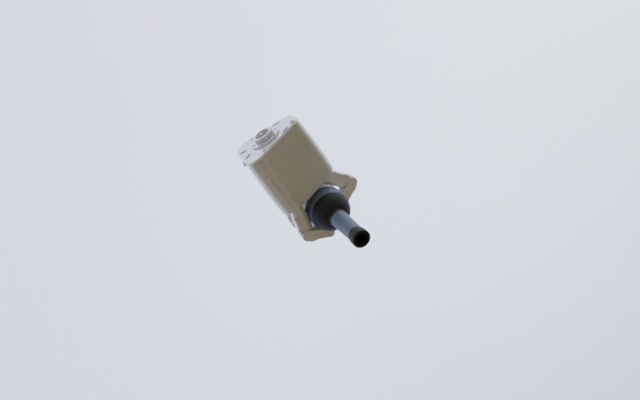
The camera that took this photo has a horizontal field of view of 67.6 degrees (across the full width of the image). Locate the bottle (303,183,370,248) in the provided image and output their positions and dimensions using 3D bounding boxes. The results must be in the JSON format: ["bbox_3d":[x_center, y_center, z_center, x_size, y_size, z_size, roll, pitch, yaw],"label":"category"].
[{"bbox_3d":[0.000,0.003,0.780,0.069,0.069,0.295,0,20,-24],"label":"bottle"}]
